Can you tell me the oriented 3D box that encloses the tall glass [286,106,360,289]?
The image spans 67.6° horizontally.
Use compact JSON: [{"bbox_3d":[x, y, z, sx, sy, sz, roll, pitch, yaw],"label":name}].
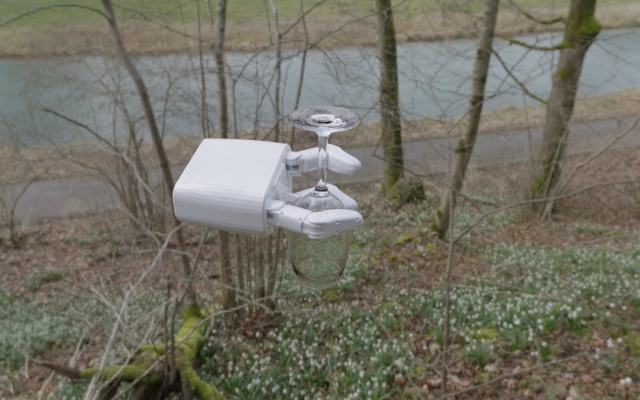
[{"bbox_3d":[0.000,0.001,0.537,0.079,0.201,0.079,1,29,-1],"label":"tall glass"}]
